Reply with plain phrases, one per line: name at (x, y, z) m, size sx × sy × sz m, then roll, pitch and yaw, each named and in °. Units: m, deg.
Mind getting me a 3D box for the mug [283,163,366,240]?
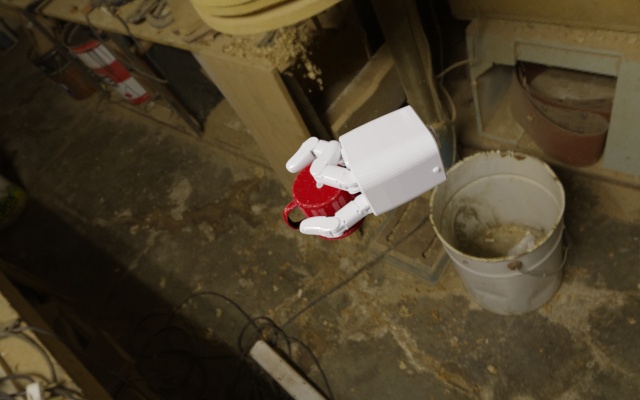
mug at (-0.001, 0.003, 0.680) m, size 0.117 × 0.093 × 0.081 m, roll -26°, pitch -40°, yaw 6°
